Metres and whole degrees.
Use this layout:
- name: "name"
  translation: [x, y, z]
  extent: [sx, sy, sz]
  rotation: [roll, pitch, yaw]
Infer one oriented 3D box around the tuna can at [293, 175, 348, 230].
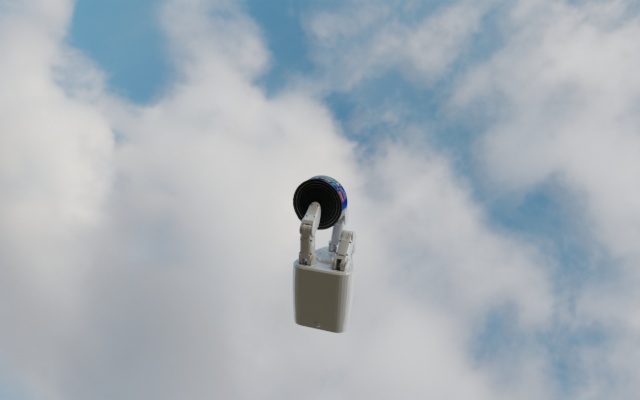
- name: "tuna can"
  translation: [0.000, 0.002, 0.778]
  extent: [0.086, 0.086, 0.033]
  rotation: [0, 16, 22]
